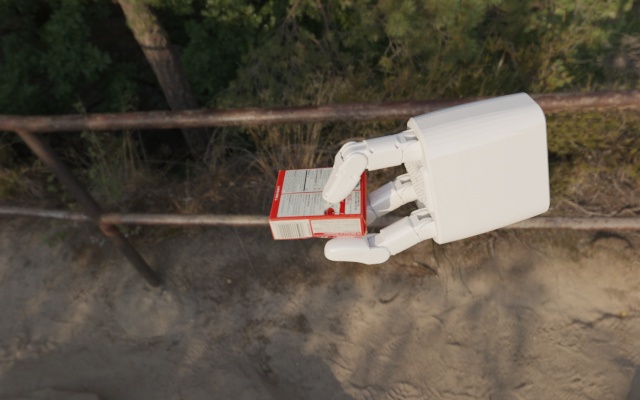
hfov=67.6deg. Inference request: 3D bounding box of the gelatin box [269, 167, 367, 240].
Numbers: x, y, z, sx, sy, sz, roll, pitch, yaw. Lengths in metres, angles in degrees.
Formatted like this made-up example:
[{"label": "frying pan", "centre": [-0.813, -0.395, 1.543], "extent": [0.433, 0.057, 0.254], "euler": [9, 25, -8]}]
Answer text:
[{"label": "gelatin box", "centre": [0.000, 0.001, 0.461], "extent": [0.089, 0.030, 0.073], "euler": [-3, 43, 7]}]
